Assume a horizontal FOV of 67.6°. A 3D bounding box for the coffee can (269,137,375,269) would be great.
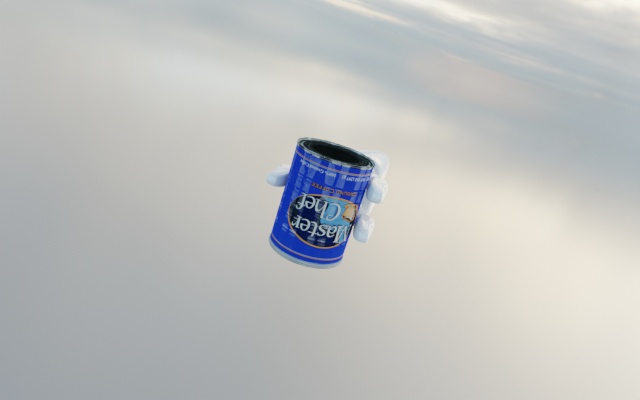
[{"bbox_3d":[0.000,0.002,0.616,0.103,0.140,0.102,16,18,-5],"label":"coffee can"}]
